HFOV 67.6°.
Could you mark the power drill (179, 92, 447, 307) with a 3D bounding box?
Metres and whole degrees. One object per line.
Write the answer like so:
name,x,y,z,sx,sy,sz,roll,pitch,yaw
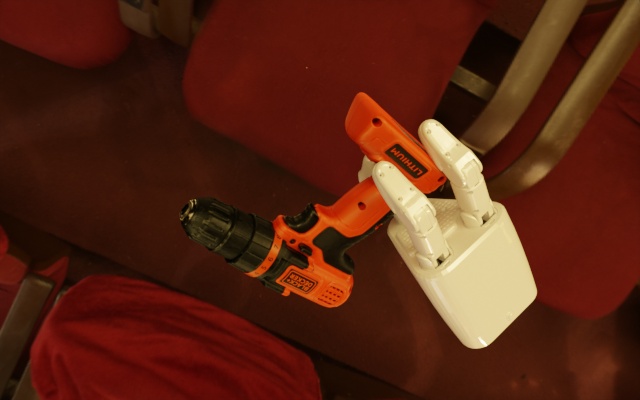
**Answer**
power drill,0.001,0.001,0.416,0.184,0.188,0.057,32,22,-34
